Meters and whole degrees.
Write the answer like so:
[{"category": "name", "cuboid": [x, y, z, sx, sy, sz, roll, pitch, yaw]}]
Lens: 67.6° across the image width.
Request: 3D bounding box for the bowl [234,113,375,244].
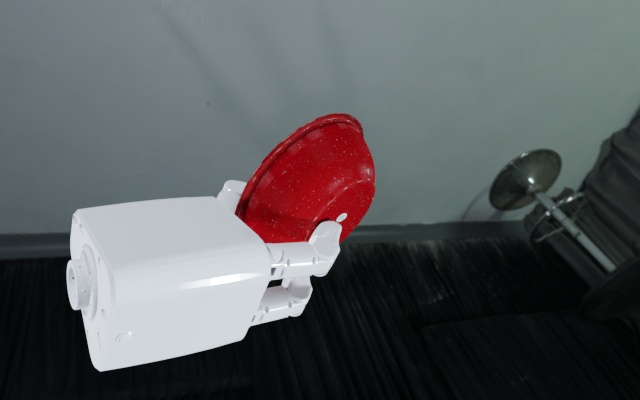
[{"category": "bowl", "cuboid": [0.001, 0.001, 0.447, 0.055, 0.162, 0.162, 42, 21, 24]}]
